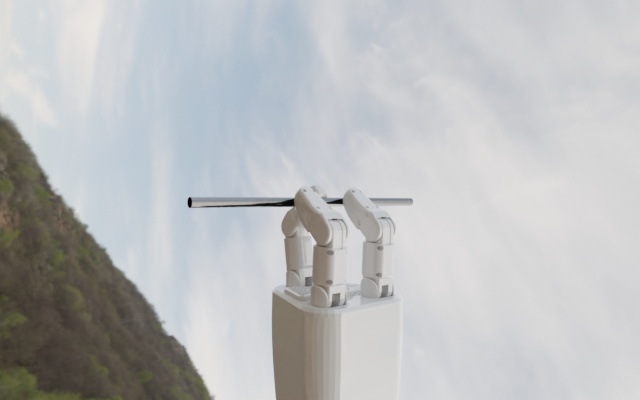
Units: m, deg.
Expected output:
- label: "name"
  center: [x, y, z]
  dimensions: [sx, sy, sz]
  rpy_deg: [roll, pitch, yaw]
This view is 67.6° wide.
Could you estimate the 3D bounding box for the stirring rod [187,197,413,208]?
- label: "stirring rod"
  center: [0.000, 0.001, 0.414]
  dimensions: [0.239, 0.011, 0.011]
  rpy_deg: [0, 0, -40]
